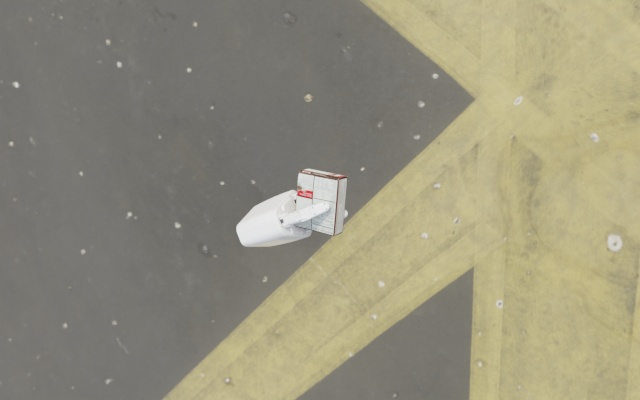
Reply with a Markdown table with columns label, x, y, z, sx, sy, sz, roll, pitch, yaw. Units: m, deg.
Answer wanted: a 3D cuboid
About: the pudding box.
| label | x | y | z | sx | sy | sz | roll | pitch | yaw |
| --- | --- | --- | --- | --- | --- | --- | --- | --- | --- |
| pudding box | 0.000 | 0.003 | 0.896 | 0.090 | 0.113 | 0.039 | 13 | 19 | 27 |
